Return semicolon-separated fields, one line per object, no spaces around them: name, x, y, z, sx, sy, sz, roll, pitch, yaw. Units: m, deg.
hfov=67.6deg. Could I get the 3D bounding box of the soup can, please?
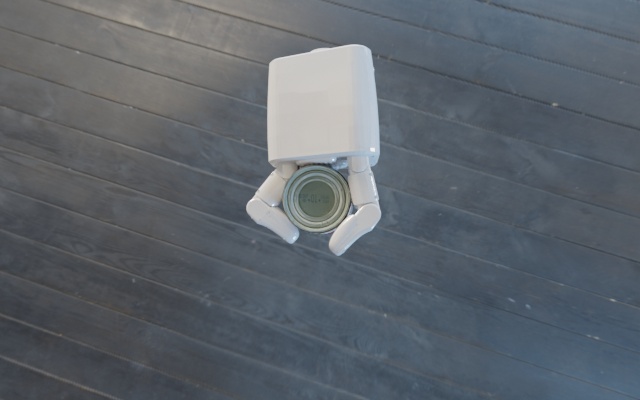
soup can;0.000;0.002;0.500;0.068;0.068;0.102;0;-4;4
